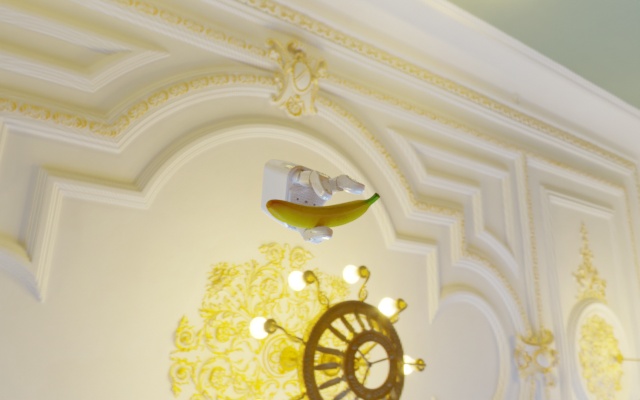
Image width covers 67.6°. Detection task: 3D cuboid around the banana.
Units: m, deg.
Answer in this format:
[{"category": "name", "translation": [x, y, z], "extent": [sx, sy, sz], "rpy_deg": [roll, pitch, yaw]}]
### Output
[{"category": "banana", "translation": [-0.001, 0.017, 0.775], "extent": [0.198, 0.070, 0.037], "rpy_deg": [-6, 40, -27]}]
